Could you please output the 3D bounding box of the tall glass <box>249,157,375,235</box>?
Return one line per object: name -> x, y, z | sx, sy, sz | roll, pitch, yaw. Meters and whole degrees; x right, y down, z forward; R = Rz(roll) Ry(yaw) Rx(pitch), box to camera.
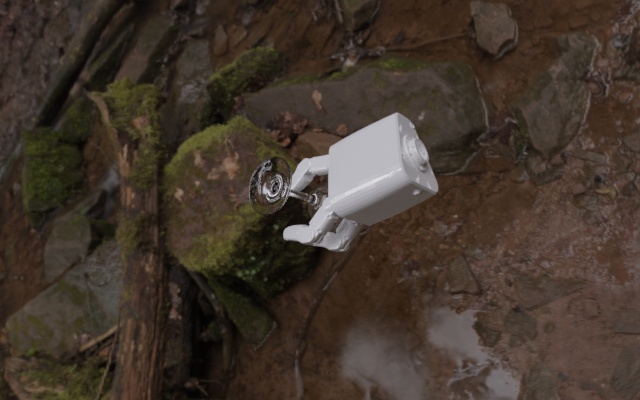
tall glass -> 0.000, 0.002, 0.662 | 0.079, 0.079, 0.201 | 0, -12, 40
